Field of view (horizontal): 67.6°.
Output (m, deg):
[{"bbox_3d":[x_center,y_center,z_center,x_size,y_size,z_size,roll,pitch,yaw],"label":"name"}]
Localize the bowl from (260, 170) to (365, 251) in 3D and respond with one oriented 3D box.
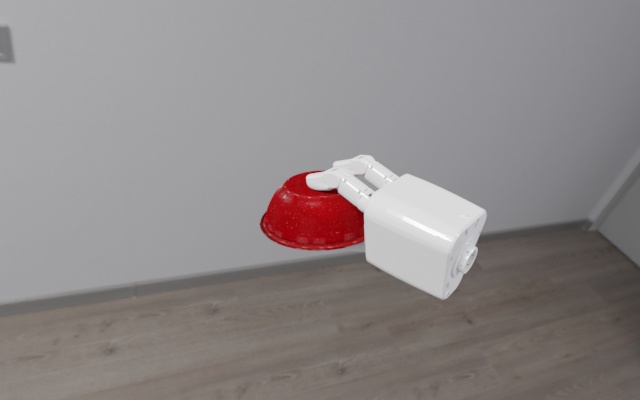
[{"bbox_3d":[-0.001,0.001,0.621,0.162,0.055,0.162,-2,24,1],"label":"bowl"}]
